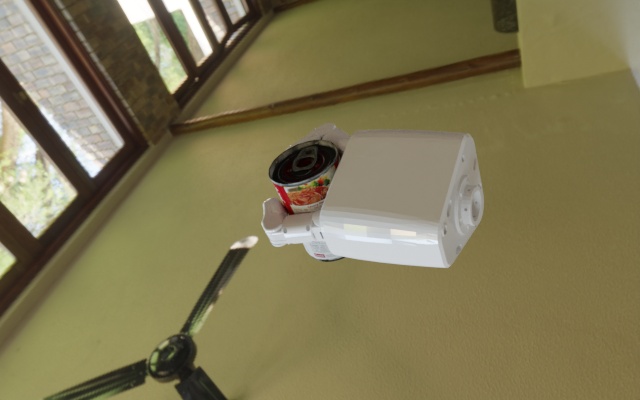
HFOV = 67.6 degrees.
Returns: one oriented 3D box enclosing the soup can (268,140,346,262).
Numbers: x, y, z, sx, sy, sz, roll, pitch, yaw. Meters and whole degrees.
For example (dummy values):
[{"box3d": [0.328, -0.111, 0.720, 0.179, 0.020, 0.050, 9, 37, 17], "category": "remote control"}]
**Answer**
[{"box3d": [0.000, 0.002, 0.466, 0.068, 0.102, 0.068, -15, 36, 11], "category": "soup can"}]
